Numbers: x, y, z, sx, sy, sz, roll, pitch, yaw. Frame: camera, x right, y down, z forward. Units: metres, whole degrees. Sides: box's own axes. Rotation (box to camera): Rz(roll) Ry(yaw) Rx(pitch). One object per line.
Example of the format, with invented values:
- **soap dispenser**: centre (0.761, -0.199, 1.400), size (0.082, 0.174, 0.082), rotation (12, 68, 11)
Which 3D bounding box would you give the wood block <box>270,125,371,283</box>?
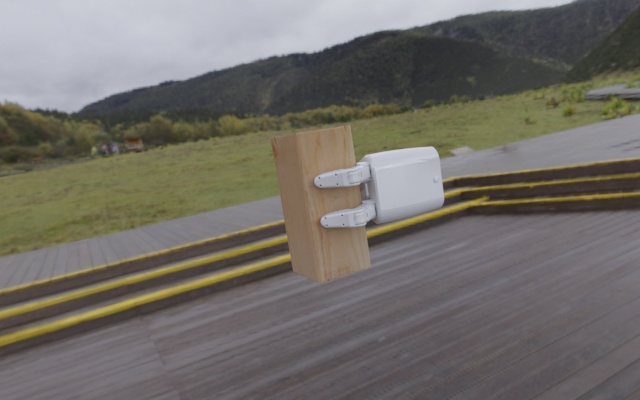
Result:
- **wood block**: centre (0.000, 0.002, 0.693), size (0.090, 0.206, 0.091), rotation (-13, 9, -26)
